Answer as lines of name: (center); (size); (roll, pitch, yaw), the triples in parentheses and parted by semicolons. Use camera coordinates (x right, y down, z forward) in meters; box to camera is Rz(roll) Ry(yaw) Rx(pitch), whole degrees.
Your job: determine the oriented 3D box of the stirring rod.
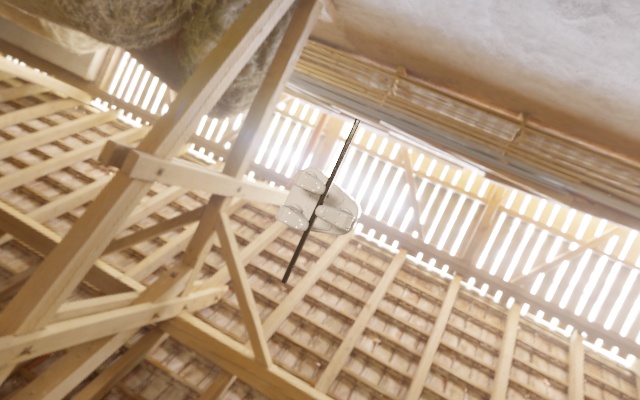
stirring rod: (0.000, 0.002, 0.638); (0.011, 0.239, 0.011); (25, 4, -2)
